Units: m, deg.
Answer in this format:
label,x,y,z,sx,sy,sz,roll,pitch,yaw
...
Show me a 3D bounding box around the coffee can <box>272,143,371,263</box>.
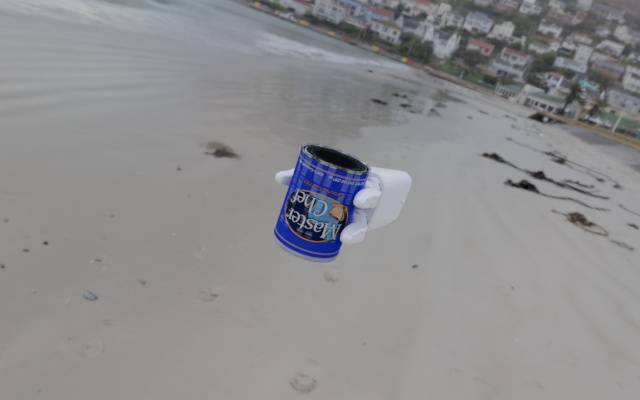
label,x,y,z,sx,sy,sz,roll,pitch,yaw
coffee can,0.000,0.002,0.681,0.103,0.140,0.102,18,19,-6
